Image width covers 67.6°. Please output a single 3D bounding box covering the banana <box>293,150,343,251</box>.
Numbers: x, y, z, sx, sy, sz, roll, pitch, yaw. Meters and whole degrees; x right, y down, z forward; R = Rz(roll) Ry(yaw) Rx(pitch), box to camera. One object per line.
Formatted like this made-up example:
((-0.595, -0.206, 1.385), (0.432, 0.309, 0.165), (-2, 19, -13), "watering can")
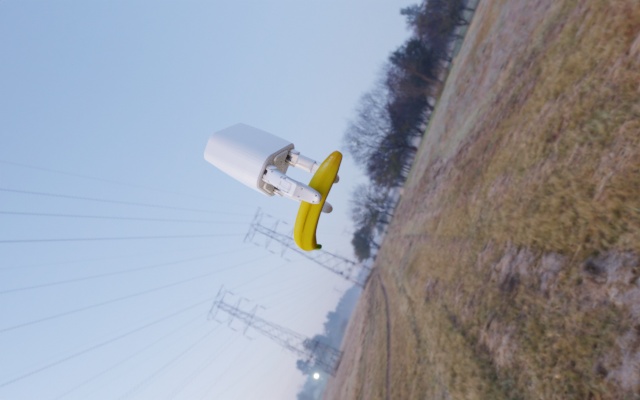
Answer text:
((-0.010, 0.013, 0.754), (0.037, 0.198, 0.069), (27, 37, 17), "banana")
